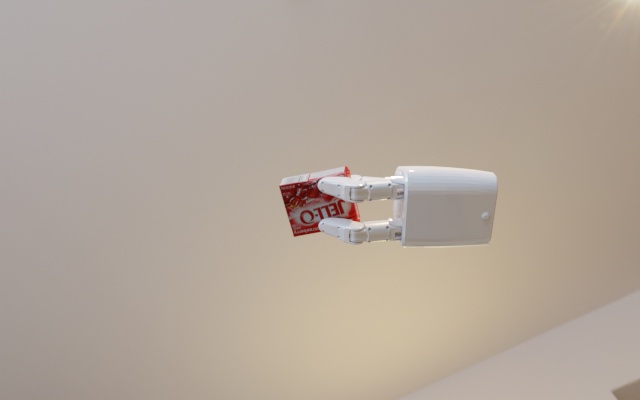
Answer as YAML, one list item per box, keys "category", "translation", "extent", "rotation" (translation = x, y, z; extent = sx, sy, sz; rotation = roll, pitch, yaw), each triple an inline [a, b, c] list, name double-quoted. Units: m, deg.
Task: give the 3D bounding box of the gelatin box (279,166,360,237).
- category: "gelatin box"
  translation: [0.000, 0.002, 0.604]
  extent: [0.089, 0.073, 0.030]
  rotation: [-10, 22, 12]
